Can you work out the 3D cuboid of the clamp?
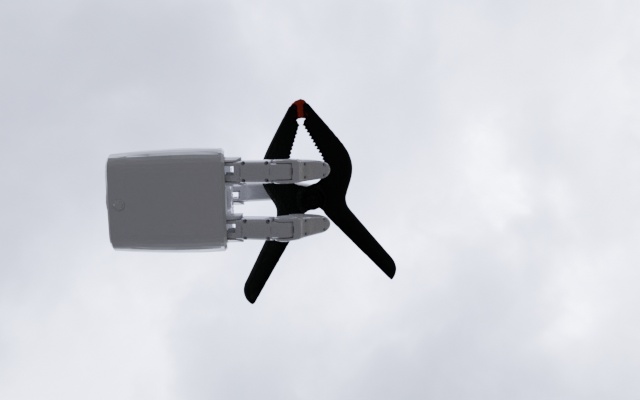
[{"bbox_3d":[0.000,0.001,0.500,0.164,0.210,0.036,-2,7,-10],"label":"clamp"}]
